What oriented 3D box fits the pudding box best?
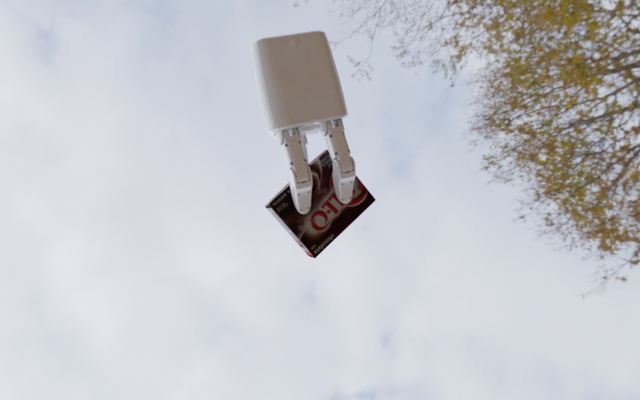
[{"bbox_3d":[0.000,0.002,0.602,0.113,0.090,0.039,-43,11,-12],"label":"pudding box"}]
